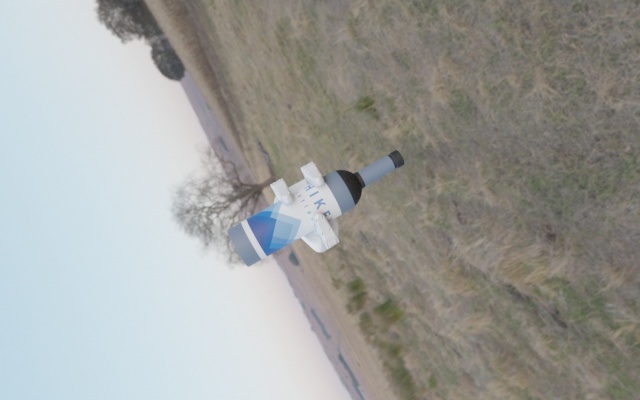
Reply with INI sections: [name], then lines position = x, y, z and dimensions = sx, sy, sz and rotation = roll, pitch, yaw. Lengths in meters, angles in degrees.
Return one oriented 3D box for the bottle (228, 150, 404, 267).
[bottle]
position = 0.000, 0.003, 0.752
dimensions = 0.295, 0.069, 0.069
rotation = -29, 3, -5
